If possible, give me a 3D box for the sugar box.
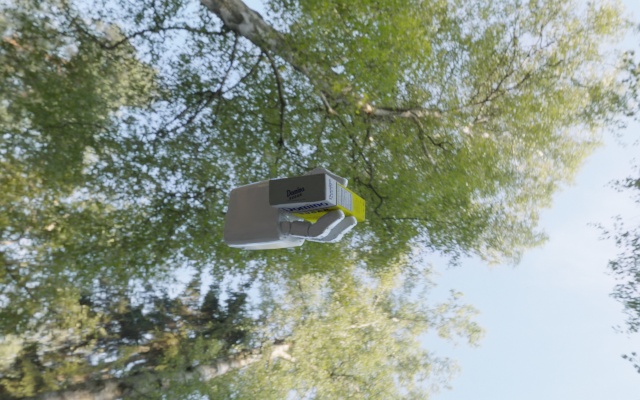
[{"bbox_3d":[0.000,0.003,0.753,0.093,0.048,0.176,-6,-12,23],"label":"sugar box"}]
